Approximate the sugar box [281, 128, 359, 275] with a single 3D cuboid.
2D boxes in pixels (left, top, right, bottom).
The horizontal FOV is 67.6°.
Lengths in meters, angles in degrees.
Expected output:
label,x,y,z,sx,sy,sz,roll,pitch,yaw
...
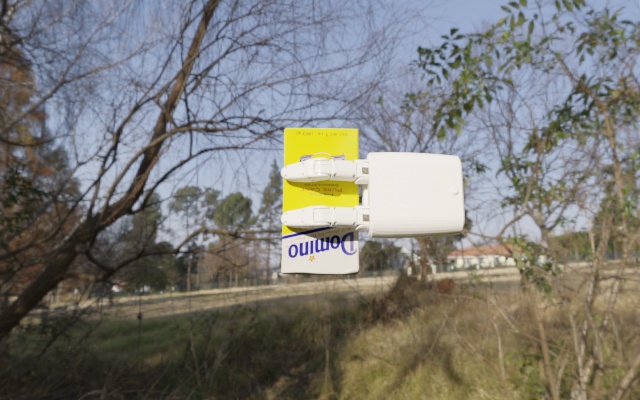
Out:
label,x,y,z,sx,sy,sz,roll,pitch,yaw
sugar box,0.000,0.002,0.582,0.093,0.176,0.048,0,-12,-1
